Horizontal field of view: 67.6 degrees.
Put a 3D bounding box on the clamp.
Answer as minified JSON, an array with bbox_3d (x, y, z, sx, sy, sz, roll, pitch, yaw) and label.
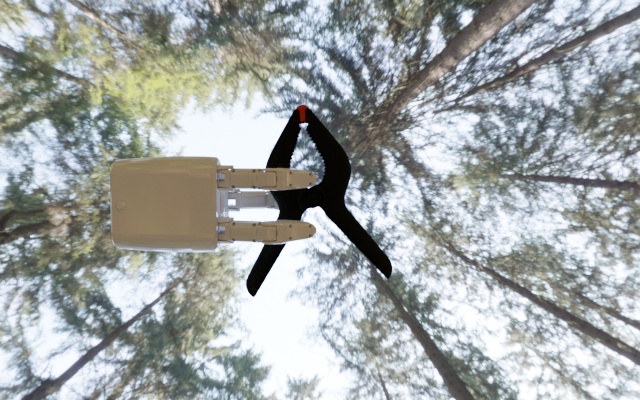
[{"bbox_3d":[0.000,0.001,0.530,0.164,0.210,0.036,0,4,-7],"label":"clamp"}]
